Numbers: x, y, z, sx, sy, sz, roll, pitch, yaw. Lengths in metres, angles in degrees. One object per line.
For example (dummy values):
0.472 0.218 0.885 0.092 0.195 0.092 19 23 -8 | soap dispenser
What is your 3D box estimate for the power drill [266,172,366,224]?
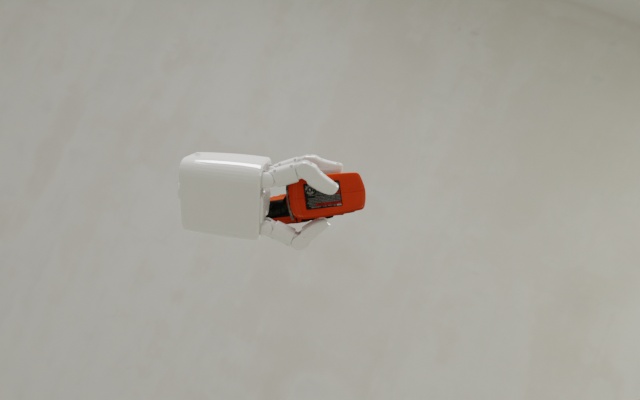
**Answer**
0.000 0.002 0.718 0.184 0.057 0.188 -9 -6 -17 | power drill
